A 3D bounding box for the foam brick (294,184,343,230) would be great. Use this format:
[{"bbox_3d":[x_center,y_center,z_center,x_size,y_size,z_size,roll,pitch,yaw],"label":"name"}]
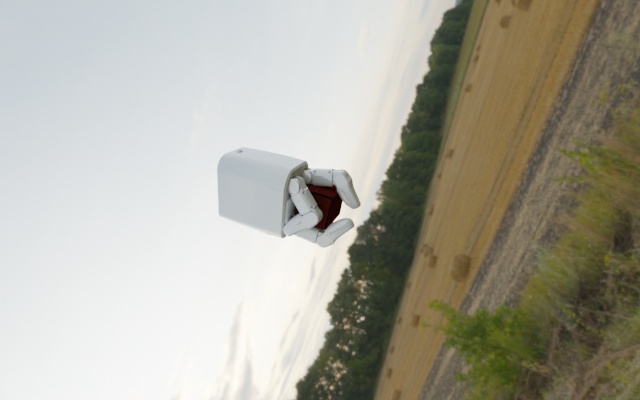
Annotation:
[{"bbox_3d":[0.000,0.002,0.704,0.051,0.053,0.078,15,19,12],"label":"foam brick"}]
